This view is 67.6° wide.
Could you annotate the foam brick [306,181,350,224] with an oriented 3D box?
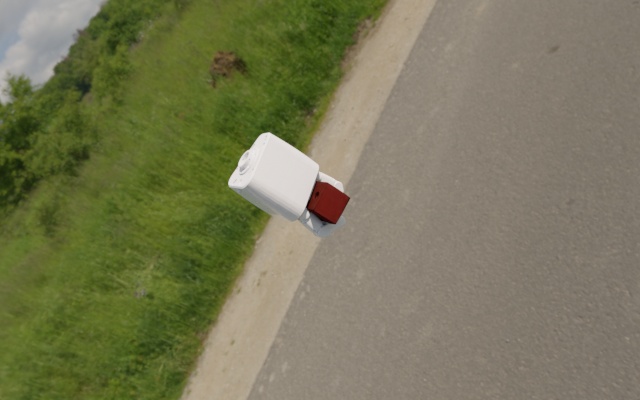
[{"bbox_3d":[0.000,0.003,0.799,0.051,0.053,0.078,34,-13,-27],"label":"foam brick"}]
